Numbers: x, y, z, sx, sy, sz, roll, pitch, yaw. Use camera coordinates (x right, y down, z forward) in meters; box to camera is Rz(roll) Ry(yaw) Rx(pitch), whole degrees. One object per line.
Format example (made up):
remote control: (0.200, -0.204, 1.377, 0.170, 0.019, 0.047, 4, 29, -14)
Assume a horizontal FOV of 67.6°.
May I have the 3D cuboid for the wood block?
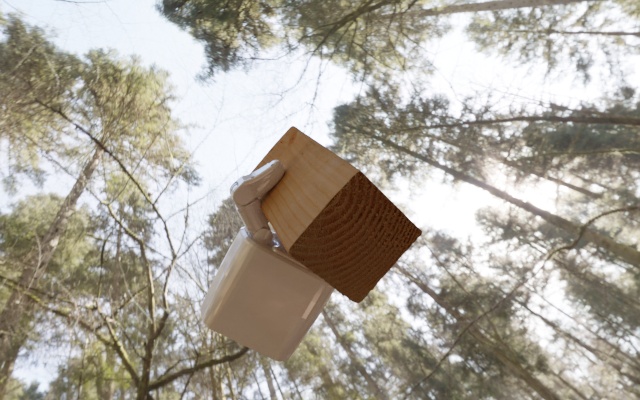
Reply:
wood block: (0.000, 0.002, 0.490, 0.091, 0.090, 0.206, 40, 2, -27)
